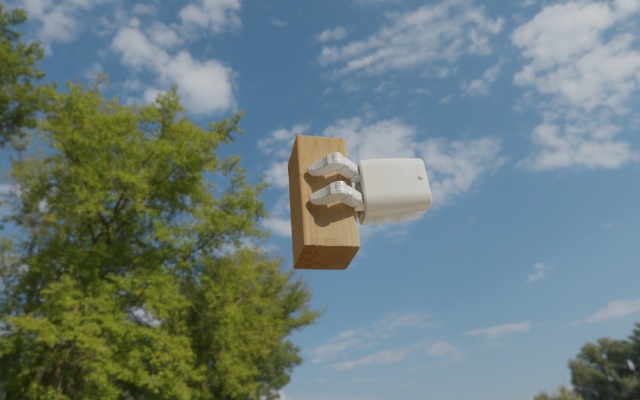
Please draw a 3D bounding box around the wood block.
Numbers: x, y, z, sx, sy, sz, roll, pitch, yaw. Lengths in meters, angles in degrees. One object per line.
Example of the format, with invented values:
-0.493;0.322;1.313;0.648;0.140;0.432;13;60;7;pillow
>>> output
0.000;0.003;0.793;0.090;0.206;0.091;3;-32;-13;wood block
